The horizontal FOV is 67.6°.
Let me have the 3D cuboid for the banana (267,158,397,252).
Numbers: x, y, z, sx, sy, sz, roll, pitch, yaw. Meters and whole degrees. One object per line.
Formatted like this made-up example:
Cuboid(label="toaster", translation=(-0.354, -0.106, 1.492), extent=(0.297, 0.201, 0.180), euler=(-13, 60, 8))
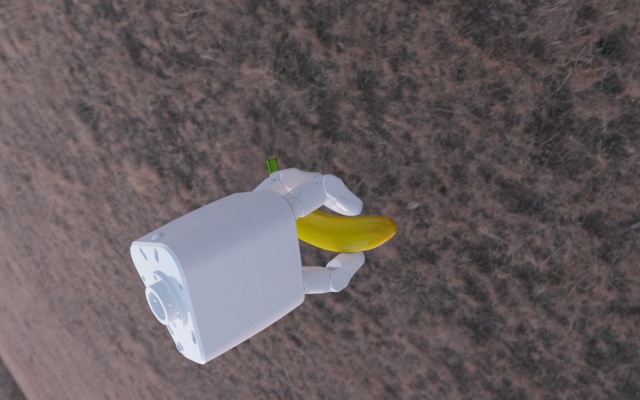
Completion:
Cuboid(label="banana", translation=(-0.003, 0.017, 0.515), extent=(0.037, 0.070, 0.197), euler=(-22, 37, -39))
